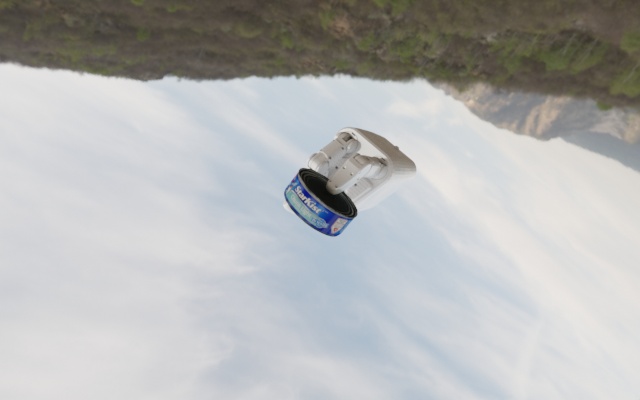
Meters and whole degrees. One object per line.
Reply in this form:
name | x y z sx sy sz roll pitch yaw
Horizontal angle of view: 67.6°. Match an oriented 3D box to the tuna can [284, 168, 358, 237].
tuna can | 0.000 0.002 0.558 0.086 0.034 0.086 34 20 -14
